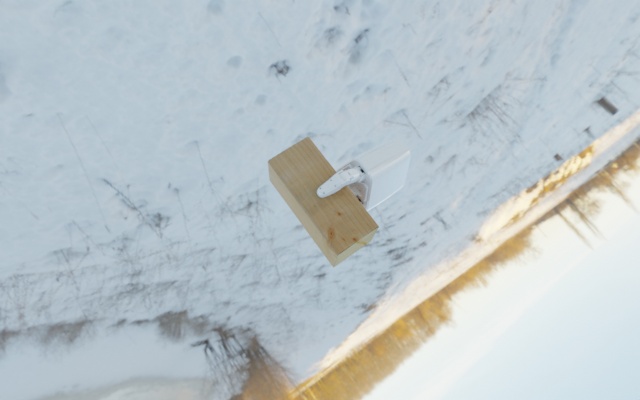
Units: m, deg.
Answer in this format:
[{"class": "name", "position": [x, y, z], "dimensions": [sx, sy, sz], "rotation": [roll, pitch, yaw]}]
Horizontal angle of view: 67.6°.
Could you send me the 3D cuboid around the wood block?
[{"class": "wood block", "position": [0.001, 0.003, 0.850], "dimensions": [0.090, 0.206, 0.091], "rotation": [-33, -16, -15]}]
